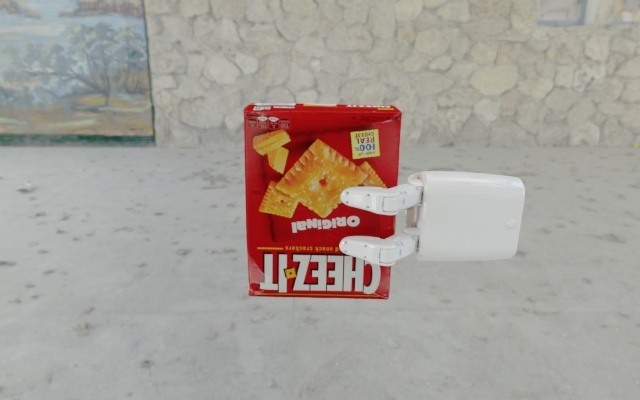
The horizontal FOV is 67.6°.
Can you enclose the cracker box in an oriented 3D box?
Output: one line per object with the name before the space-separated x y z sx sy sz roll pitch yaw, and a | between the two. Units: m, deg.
cracker box | 0.000 0.002 0.535 0.164 0.214 0.072 1 17 0
